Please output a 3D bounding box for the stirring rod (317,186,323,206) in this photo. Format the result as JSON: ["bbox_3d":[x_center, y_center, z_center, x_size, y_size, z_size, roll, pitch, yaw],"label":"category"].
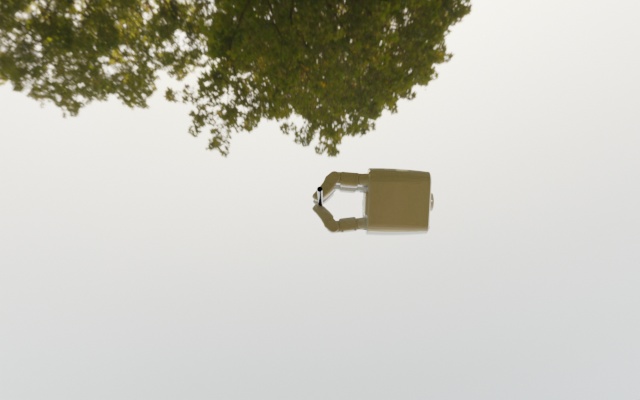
[{"bbox_3d":[0.000,0.003,0.799,0.011,0.011,0.239,0,-9,1],"label":"stirring rod"}]
